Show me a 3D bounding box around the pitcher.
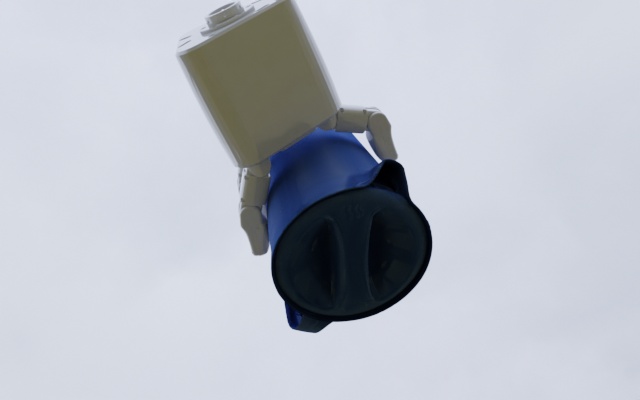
[{"bbox_3d":[0.000,0.001,0.482,0.149,0.145,0.242,-25,31,2],"label":"pitcher"}]
